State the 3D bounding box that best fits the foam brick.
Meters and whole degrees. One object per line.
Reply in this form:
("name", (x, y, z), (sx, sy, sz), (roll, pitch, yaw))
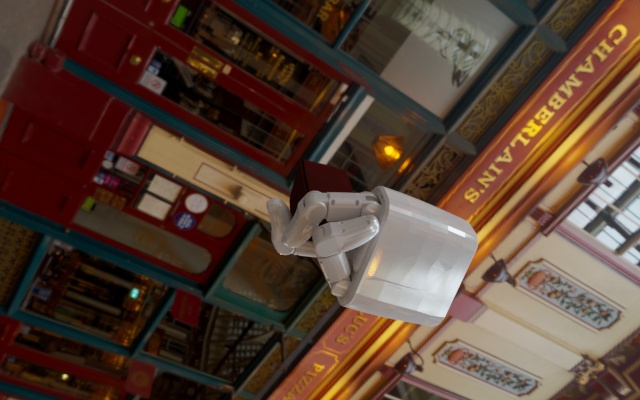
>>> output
("foam brick", (0.000, 0.001, 0.490), (0.051, 0.053, 0.078), (11, 29, -14))
